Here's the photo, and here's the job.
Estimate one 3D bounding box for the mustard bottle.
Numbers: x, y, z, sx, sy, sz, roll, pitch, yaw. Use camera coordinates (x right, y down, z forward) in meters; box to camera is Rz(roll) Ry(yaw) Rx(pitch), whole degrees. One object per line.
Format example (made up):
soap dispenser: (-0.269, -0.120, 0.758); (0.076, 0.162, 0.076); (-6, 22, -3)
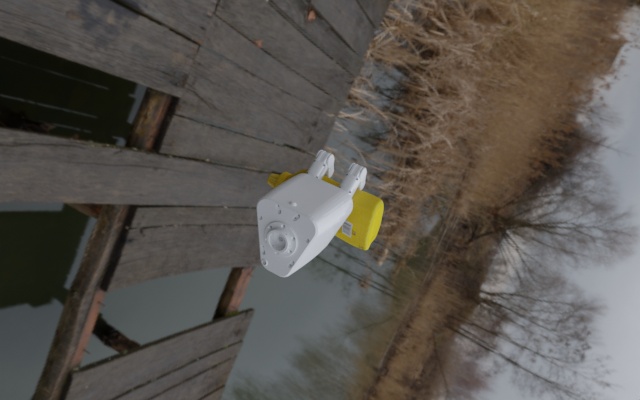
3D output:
mustard bottle: (0.001, 0.002, 0.746); (0.191, 0.096, 0.058); (24, 52, 18)
